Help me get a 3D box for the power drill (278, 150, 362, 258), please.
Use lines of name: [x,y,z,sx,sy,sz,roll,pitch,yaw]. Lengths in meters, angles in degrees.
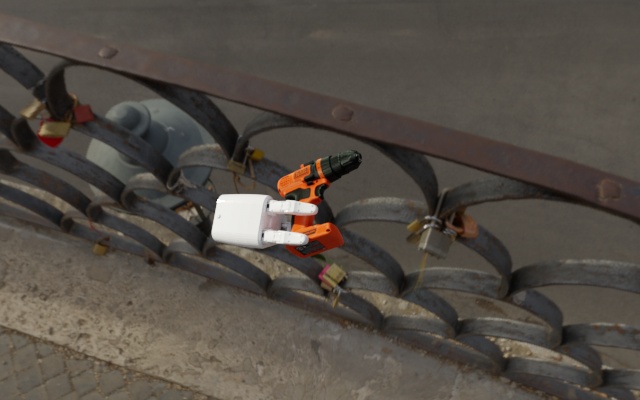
power drill: [0.000,0.003,0.893,0.184,0.187,0.057,-23,-42,27]
